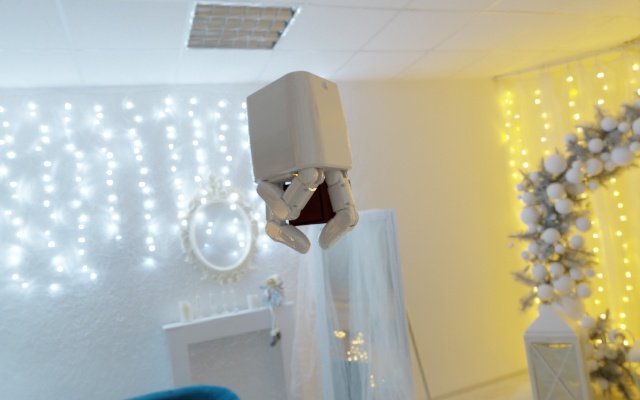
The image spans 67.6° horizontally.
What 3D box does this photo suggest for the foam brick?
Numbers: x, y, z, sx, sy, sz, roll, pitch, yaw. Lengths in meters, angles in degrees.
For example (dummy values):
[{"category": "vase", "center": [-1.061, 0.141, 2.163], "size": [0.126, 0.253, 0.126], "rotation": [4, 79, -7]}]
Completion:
[{"category": "foam brick", "center": [0.000, 0.002, 0.586], "size": [0.053, 0.051, 0.078], "rotation": [-11, -6, 31]}]
